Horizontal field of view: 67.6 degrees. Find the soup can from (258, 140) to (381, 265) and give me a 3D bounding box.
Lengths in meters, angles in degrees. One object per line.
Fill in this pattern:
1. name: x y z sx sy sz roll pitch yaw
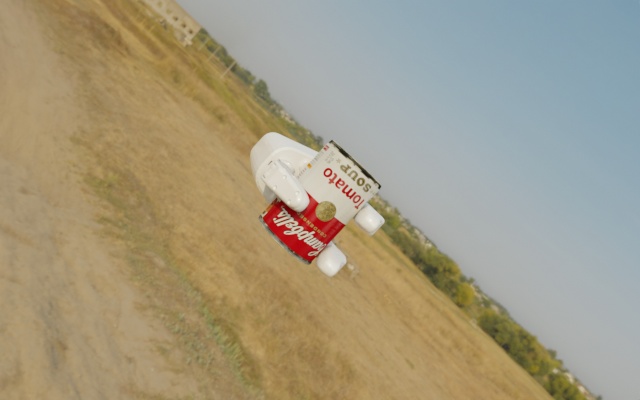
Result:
1. soup can: 0.000 0.001 0.455 0.068 0.102 0.068 43 5 -4
